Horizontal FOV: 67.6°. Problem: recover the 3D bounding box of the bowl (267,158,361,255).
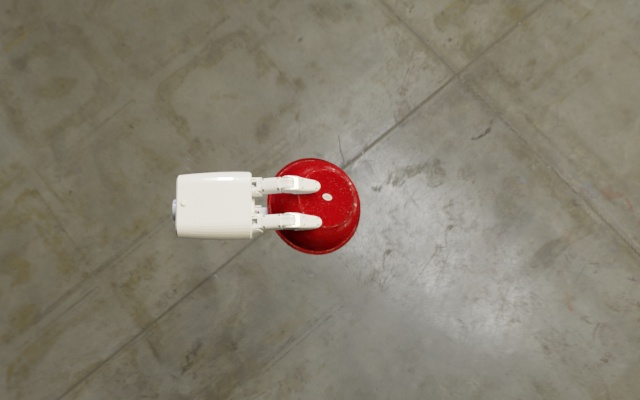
[{"bbox_3d":[0.001,0.002,0.752,0.162,0.162,0.055,0,-13,-21],"label":"bowl"}]
